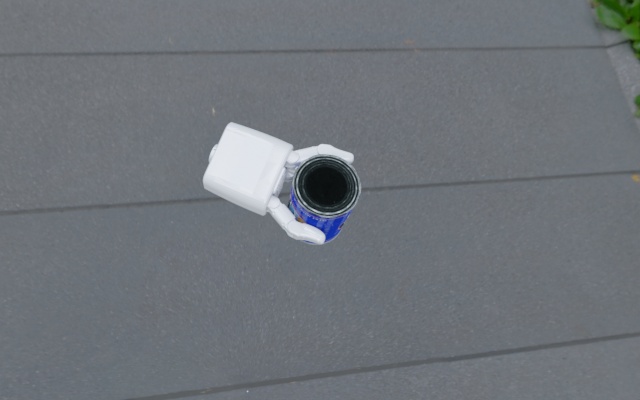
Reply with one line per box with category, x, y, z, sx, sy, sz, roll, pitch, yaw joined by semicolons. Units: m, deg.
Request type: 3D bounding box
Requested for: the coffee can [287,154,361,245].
coffee can;0.000;0.003;0.765;0.103;0.102;0.140;0;-22;-9
